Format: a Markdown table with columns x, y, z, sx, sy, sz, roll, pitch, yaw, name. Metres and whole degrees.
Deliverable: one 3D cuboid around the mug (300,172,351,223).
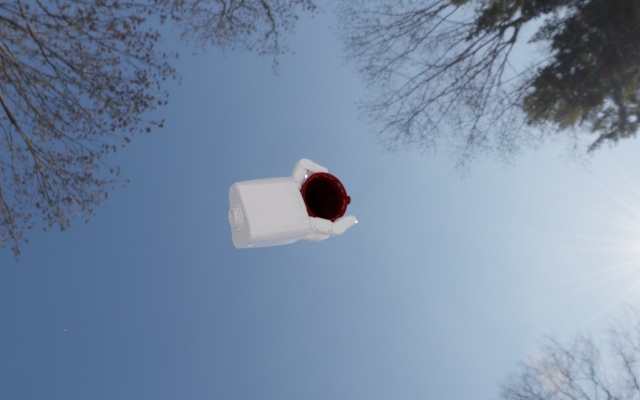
| x | y | z | sx | sy | sz | roll | pitch | yaw | name |
| --- | --- | --- | --- | --- | --- | --- | --- | --- | --- |
| 0.001 | 0.003 | 0.880 | 0.117 | 0.093 | 0.081 | -4 | -11 | -31 | mug |
